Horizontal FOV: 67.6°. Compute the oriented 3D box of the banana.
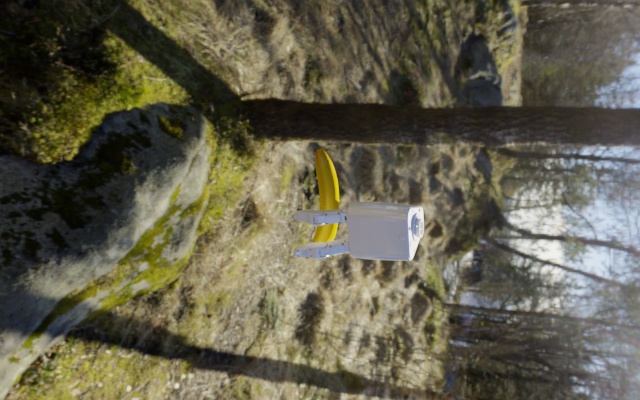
[{"bbox_3d":[0.009,0.007,0.874,0.037,0.198,0.069,4,-2,29],"label":"banana"}]
